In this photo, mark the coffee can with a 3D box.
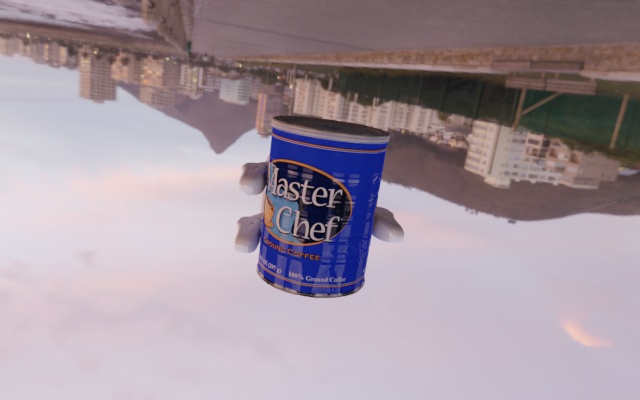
[{"bbox_3d":[0.000,0.001,0.430,0.103,0.140,0.102,7,14,-2],"label":"coffee can"}]
